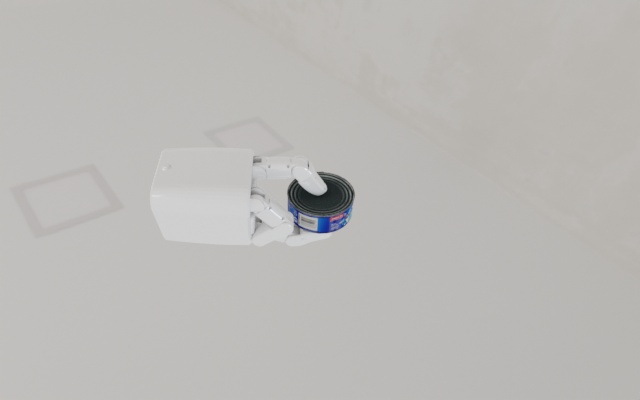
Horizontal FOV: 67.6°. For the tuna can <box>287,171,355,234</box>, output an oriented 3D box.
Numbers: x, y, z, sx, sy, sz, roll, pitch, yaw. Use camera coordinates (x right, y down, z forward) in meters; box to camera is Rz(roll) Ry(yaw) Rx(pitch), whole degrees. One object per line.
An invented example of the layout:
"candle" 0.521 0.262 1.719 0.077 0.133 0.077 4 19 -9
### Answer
"tuna can" 0.000 0.002 0.612 0.086 0.034 0.086 2 41 -2
